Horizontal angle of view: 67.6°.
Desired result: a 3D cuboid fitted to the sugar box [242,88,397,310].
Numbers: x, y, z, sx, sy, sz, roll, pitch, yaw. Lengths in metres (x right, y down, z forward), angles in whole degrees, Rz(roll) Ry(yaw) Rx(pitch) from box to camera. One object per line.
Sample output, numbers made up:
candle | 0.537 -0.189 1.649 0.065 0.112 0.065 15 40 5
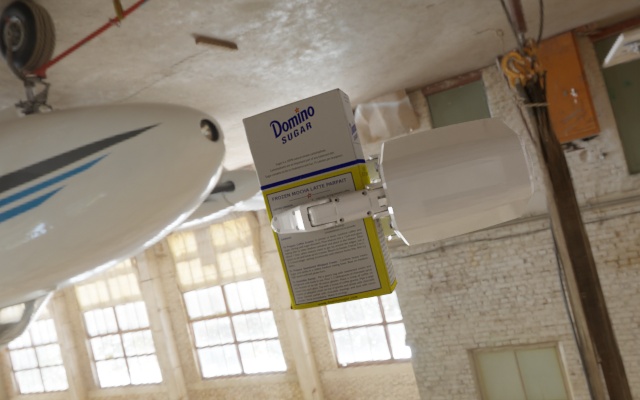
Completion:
sugar box | 0.000 0.001 0.421 0.093 0.176 0.048 -14 -1 16
